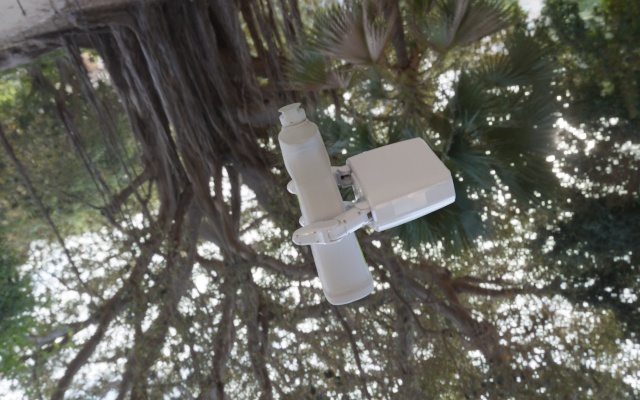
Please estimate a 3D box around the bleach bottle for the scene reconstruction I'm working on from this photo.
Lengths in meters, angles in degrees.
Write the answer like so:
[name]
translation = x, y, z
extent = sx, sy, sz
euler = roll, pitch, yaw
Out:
[bleach bottle]
translation = 0.000, 0.002, 0.608
extent = 0.068, 0.251, 0.102
euler = -19, 22, -3
